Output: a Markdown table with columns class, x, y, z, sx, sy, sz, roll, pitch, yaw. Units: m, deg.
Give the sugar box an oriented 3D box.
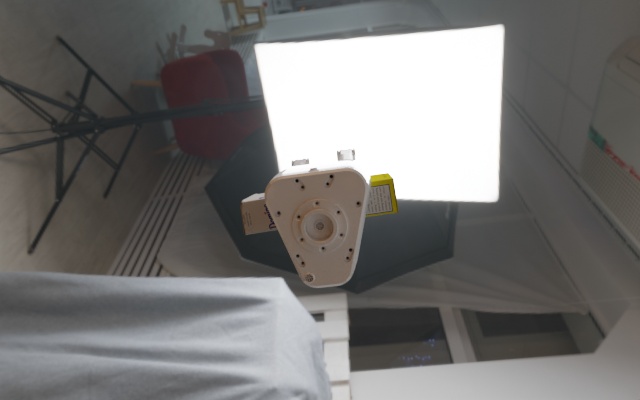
| class | x | y | z | sx | sy | sz | roll | pitch | yaw |
| --- | --- | --- | --- | --- | --- | --- | --- | --- | --- |
| sugar box | 0.000 | 0.001 | 0.573 | 0.176 | 0.048 | 0.093 | -6 | 6 | 5 |
